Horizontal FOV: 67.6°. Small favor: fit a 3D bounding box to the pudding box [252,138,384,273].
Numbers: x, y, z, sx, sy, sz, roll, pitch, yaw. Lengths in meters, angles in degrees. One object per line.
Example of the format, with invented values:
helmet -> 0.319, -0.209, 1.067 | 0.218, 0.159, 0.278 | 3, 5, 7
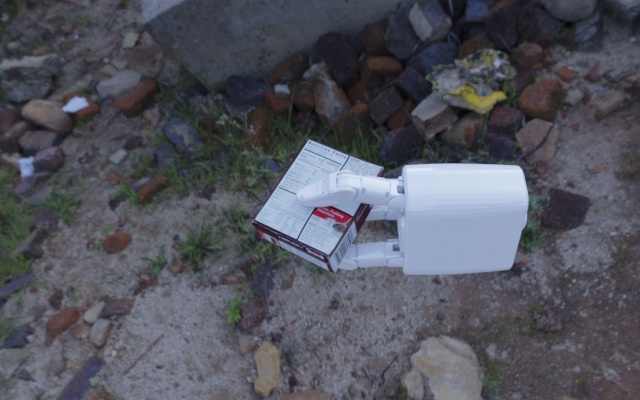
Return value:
pudding box -> 0.000, 0.001, 0.475 | 0.090, 0.113, 0.039 | 23, -25, 21
